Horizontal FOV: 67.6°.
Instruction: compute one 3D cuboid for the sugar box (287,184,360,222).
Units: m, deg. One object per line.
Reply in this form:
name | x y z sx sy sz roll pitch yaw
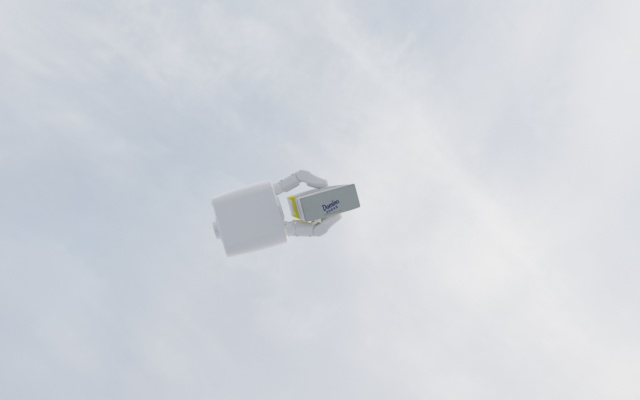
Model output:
sugar box | 0.000 0.003 0.822 0.093 0.048 0.176 -15 6 -9
